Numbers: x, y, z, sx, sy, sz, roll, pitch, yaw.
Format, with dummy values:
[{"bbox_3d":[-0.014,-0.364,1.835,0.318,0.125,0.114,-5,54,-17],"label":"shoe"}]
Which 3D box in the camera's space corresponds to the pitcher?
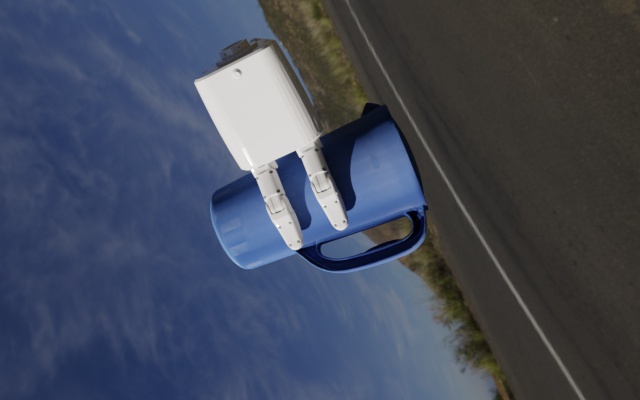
[{"bbox_3d":[0.000,0.002,0.571,0.243,0.145,0.149,-23,27,10],"label":"pitcher"}]
